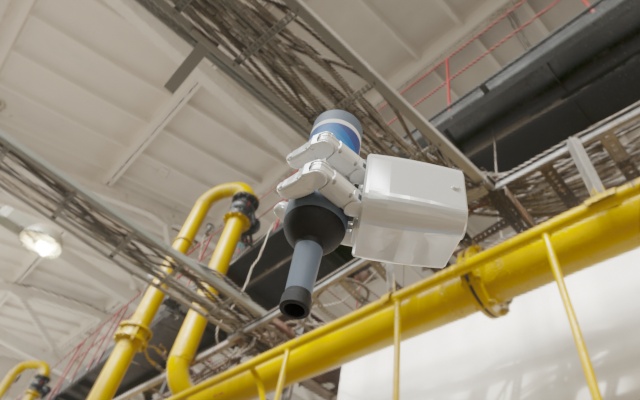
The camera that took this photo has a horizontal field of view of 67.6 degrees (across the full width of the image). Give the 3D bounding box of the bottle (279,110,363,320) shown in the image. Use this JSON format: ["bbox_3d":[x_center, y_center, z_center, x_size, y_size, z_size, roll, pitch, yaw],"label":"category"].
[{"bbox_3d":[0.000,0.002,0.524,0.069,0.069,0.295,0,40,12],"label":"bottle"}]
